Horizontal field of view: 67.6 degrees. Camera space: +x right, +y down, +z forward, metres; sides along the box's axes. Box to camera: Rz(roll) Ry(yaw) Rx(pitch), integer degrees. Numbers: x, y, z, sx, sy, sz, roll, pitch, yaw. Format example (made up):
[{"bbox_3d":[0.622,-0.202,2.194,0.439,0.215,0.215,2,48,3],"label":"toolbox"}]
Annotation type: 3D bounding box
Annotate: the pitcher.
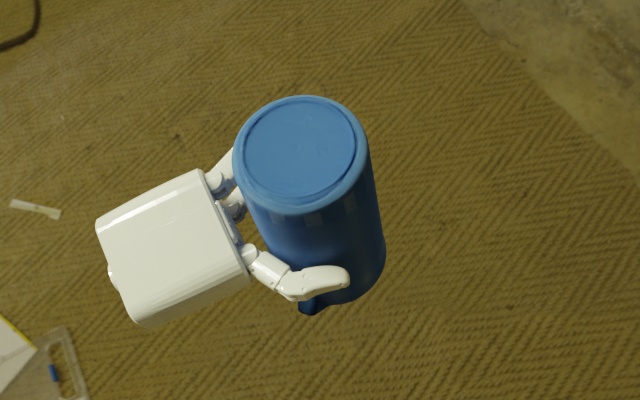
[{"bbox_3d":[0.000,0.002,0.472,0.145,0.149,0.243,-26,-26,-5],"label":"pitcher"}]
